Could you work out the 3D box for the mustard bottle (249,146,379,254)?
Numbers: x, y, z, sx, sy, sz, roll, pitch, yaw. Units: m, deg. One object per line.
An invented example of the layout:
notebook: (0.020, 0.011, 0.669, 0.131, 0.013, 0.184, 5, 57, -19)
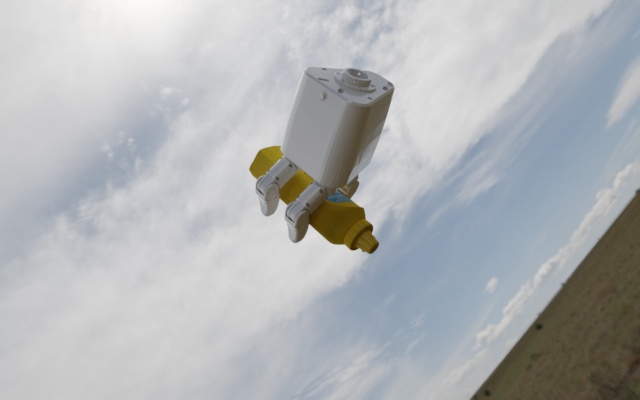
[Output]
mustard bottle: (0.000, 0.002, 0.611, 0.191, 0.058, 0.096, 40, 16, 28)
